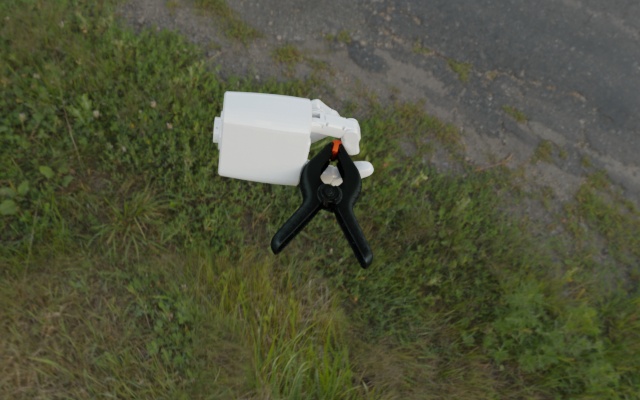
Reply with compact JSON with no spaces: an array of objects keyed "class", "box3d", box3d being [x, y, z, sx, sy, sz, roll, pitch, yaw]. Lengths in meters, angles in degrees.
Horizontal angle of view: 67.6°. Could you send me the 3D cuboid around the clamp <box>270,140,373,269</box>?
[{"class":"clamp","box3d":[0.000,0.002,0.591,0.120,0.171,0.039,5,-31,-12]}]
